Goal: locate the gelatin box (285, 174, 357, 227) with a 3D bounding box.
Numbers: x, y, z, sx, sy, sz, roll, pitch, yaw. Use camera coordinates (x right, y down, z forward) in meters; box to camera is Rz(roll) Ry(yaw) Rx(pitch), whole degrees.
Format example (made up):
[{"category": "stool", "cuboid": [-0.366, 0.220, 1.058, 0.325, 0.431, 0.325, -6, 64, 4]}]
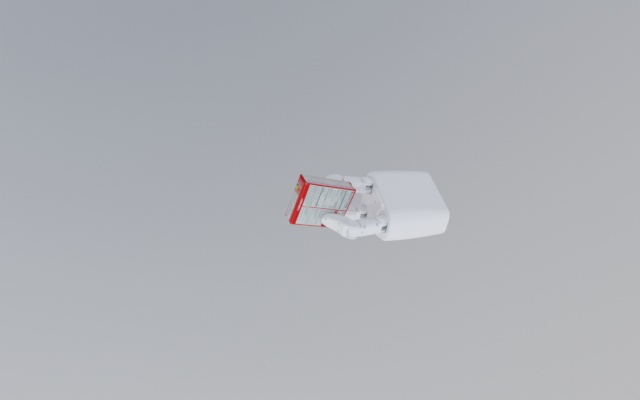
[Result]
[{"category": "gelatin box", "cuboid": [0.000, 0.003, 0.722, 0.089, 0.073, 0.030, 6, 30, -29]}]
